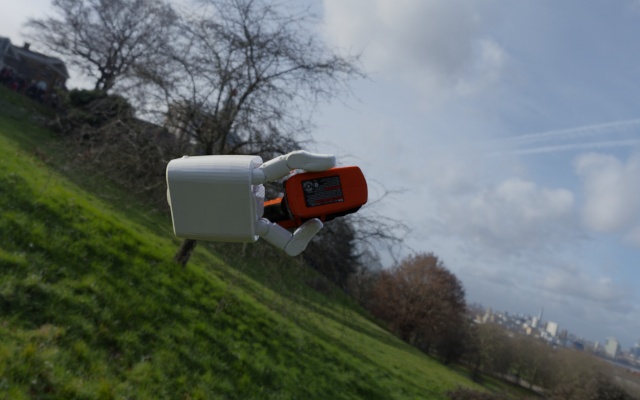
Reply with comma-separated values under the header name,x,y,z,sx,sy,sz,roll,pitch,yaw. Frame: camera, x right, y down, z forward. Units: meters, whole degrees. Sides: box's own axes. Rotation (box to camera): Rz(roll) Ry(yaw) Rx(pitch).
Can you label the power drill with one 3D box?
name,x,y,z,sx,sy,sz,roll,pitch,yaw
power drill,0.000,0.002,0.681,0.184,0.057,0.188,-12,-8,-18
